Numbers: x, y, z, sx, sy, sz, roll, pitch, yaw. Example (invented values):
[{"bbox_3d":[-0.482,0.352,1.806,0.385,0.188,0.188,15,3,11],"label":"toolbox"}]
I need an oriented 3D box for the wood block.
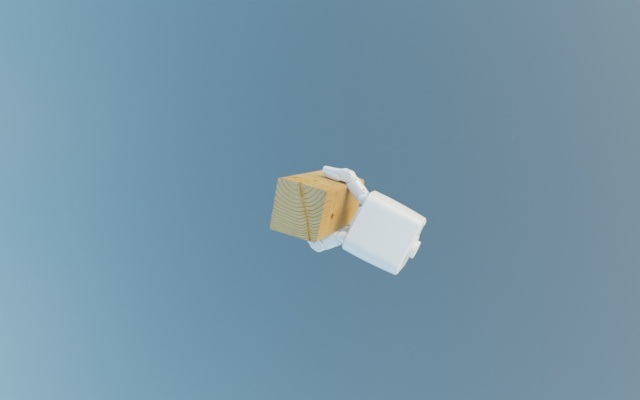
[{"bbox_3d":[0.001,0.003,0.868,0.090,0.091,0.206,16,13,19],"label":"wood block"}]
